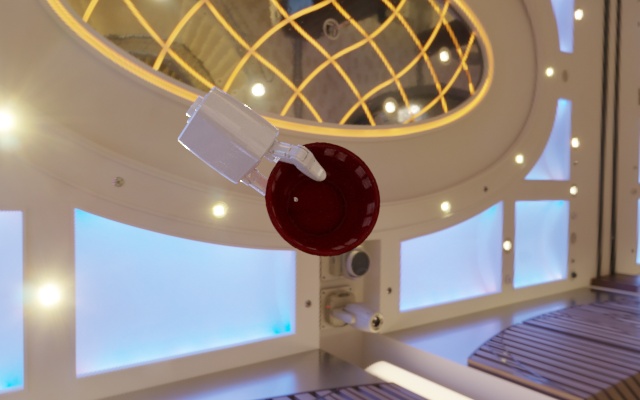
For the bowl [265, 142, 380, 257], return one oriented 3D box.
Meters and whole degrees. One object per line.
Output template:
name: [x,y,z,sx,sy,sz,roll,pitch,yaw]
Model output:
bowl: [0.001,0.003,0.678,0.162,0.162,0.055,0,-14,-12]
